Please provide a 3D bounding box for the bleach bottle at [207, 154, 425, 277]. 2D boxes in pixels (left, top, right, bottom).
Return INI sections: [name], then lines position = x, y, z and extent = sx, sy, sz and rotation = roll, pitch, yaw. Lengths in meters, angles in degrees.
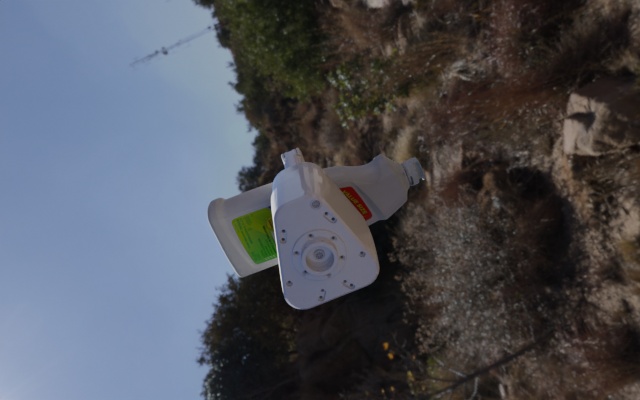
[bleach bottle]
position = 0.000, 0.002, 0.575
extent = 0.251, 0.103, 0.068
rotation = -22, 20, 3
